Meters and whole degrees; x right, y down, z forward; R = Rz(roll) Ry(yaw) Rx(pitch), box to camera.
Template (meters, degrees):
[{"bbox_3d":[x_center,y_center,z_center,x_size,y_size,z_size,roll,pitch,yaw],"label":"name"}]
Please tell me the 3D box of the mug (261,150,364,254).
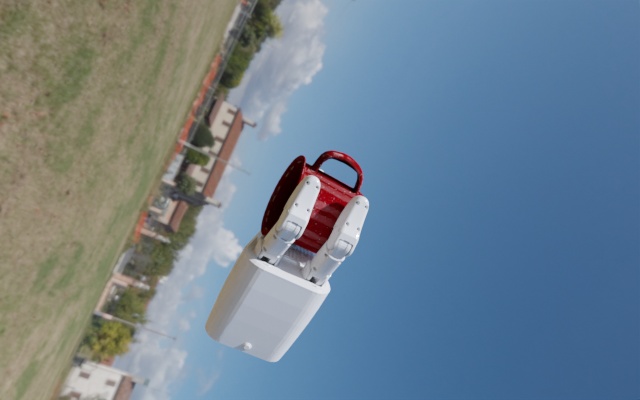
[{"bbox_3d":[0.001,0.001,0.503,0.081,0.117,0.093,27,20,-17],"label":"mug"}]
